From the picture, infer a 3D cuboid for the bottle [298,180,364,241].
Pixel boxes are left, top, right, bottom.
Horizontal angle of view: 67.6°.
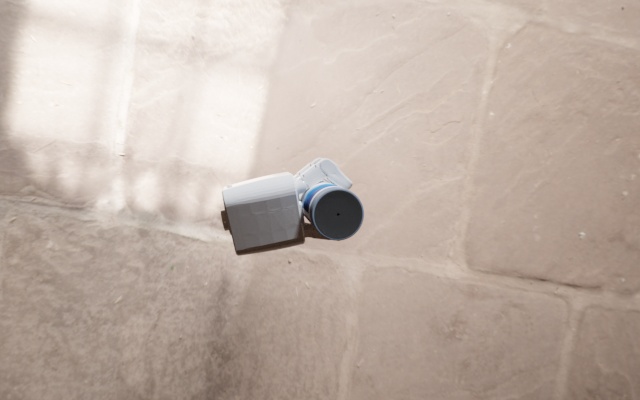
[{"bbox_3d":[0.000,0.002,0.741,0.069,0.069,0.295,0,6,-9],"label":"bottle"}]
